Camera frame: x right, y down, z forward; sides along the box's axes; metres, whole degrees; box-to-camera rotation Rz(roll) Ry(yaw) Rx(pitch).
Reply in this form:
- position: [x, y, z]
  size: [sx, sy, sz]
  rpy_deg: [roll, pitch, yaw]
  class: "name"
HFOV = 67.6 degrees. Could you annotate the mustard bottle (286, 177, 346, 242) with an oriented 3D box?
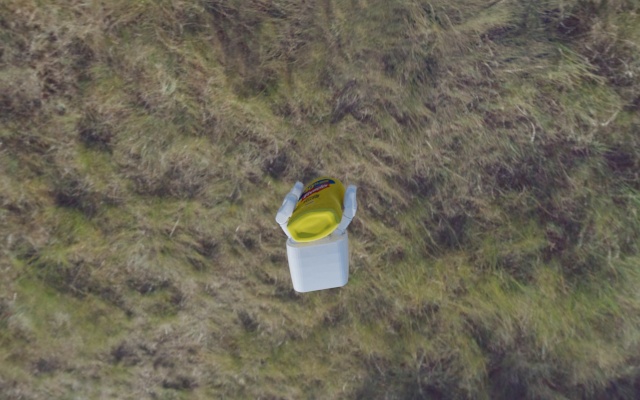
- position: [0.000, 0.003, 0.890]
  size: [0.096, 0.058, 0.191]
  rpy_deg: [-25, 19, 19]
  class: "mustard bottle"
